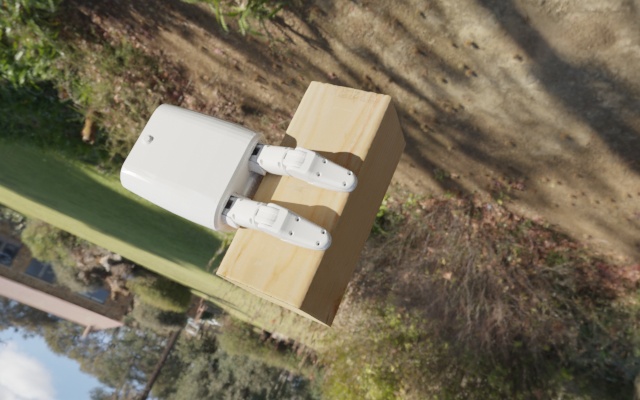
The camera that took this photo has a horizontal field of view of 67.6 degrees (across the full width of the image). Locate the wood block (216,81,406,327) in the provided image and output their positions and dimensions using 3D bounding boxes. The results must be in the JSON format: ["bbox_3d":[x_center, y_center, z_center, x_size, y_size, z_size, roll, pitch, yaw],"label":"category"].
[{"bbox_3d":[0.000,0.002,0.460,0.090,0.206,0.091,17,-17,25],"label":"wood block"}]
